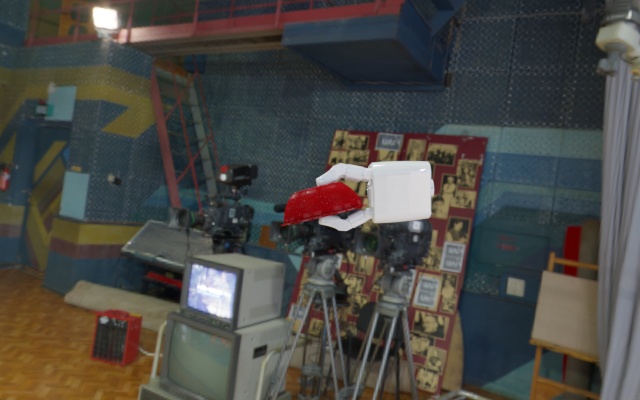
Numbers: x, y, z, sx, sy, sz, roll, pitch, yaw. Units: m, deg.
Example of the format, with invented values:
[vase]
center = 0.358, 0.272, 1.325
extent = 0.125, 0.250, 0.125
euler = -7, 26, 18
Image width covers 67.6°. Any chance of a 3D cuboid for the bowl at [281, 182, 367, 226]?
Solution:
[bowl]
center = -0.001, 0.003, 0.871
extent = 0.162, 0.055, 0.162
euler = -14, -1, 0
